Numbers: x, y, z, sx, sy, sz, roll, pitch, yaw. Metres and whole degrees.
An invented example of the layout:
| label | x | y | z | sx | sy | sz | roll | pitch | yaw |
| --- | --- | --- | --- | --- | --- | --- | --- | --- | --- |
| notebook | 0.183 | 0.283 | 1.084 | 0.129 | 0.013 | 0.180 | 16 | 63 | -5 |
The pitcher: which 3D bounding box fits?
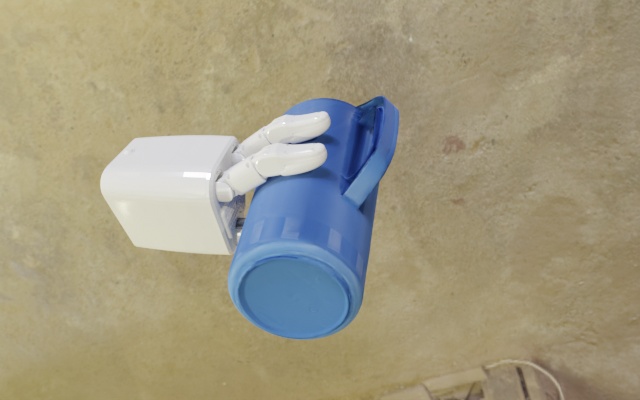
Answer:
| label | x | y | z | sx | sy | sz | roll | pitch | yaw |
| --- | --- | --- | --- | --- | --- | --- | --- | --- | --- |
| pitcher | 0.000 | 0.002 | 0.459 | 0.145 | 0.149 | 0.242 | 2 | 35 | 7 |
